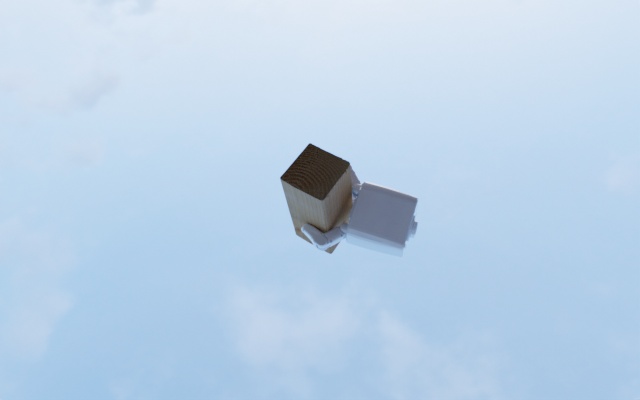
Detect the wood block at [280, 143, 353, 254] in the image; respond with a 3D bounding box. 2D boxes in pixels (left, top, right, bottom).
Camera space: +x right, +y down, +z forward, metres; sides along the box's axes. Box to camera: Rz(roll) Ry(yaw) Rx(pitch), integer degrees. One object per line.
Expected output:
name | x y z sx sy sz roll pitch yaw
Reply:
wood block | 0.000 0.003 0.886 0.090 0.090 0.206 28 -25 21
